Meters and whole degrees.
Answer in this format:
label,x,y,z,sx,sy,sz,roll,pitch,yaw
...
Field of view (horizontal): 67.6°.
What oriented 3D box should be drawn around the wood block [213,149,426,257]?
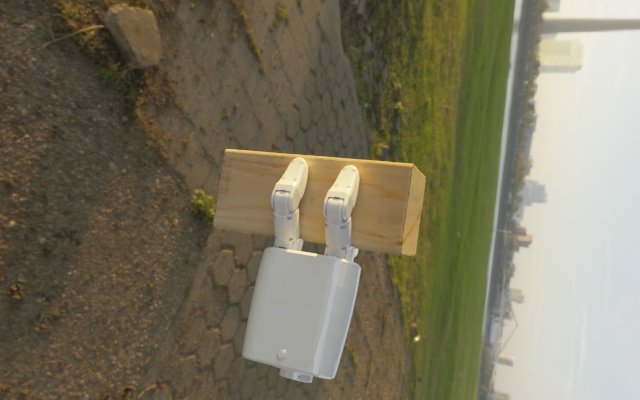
label,x,y,z,sx,sy,sz,roll,pitch,yaw
wood block,0.000,0.002,0.522,0.206,0.090,0.091,7,-4,21
